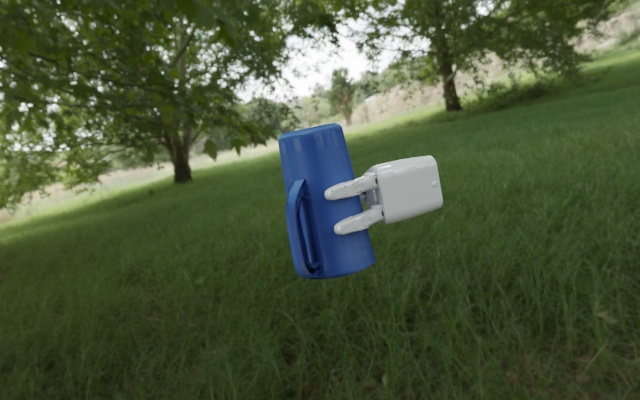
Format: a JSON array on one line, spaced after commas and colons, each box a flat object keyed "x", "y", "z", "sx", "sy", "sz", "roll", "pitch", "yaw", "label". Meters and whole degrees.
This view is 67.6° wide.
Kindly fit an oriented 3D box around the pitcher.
[{"x": 0.000, "y": 0.003, "z": 0.784, "sx": 0.145, "sy": 0.243, "sz": 0.149, "roll": -13, "pitch": 8, "yaw": -11, "label": "pitcher"}]
